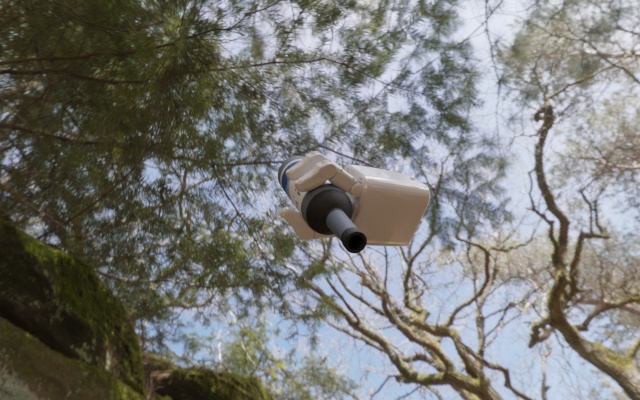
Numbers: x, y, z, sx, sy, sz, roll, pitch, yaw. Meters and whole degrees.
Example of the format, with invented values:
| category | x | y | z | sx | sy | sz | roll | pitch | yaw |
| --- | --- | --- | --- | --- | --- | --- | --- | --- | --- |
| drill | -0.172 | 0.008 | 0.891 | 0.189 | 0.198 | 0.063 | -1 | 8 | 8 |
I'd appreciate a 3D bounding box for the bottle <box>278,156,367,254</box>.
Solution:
| category | x | y | z | sx | sy | sz | roll | pitch | yaw |
| --- | --- | --- | --- | --- | --- | --- | --- | --- | --- |
| bottle | 0.000 | 0.002 | 0.676 | 0.069 | 0.069 | 0.295 | 0 | 18 | -17 |
